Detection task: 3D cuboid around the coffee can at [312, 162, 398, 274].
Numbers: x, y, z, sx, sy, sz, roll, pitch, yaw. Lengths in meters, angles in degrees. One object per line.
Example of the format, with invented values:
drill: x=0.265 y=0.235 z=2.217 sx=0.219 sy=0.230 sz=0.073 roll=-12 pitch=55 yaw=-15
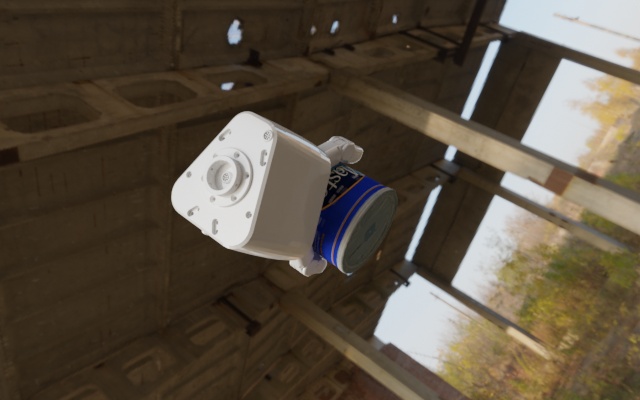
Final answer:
coffee can: x=0.000 y=0.002 z=0.535 sx=0.140 sy=0.103 sz=0.103 roll=31 pitch=14 yaw=25
